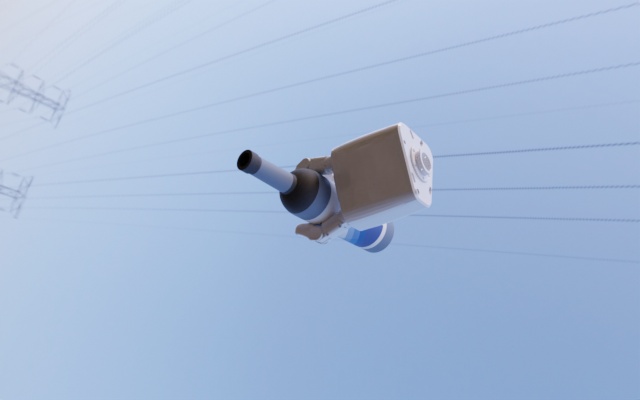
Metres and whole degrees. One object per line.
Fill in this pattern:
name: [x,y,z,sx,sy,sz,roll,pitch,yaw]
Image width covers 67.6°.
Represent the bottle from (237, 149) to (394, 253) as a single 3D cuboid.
bottle: [0.000,0.002,0.674,0.069,0.069,0.296,0,-20,42]
